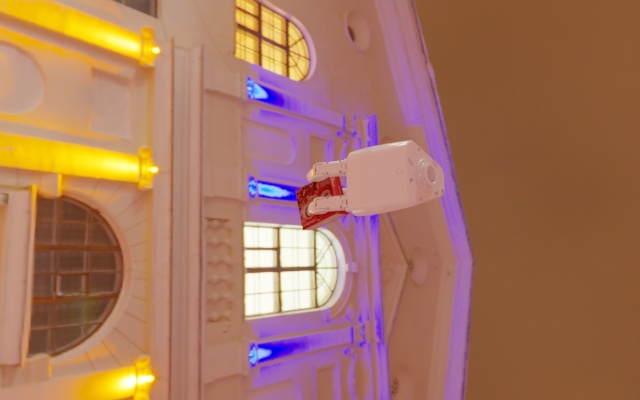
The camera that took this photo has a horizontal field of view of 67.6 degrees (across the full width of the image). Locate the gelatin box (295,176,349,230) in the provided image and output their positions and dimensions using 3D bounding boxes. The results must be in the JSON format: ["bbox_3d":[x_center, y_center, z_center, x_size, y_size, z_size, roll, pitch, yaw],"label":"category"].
[{"bbox_3d":[0.000,0.003,0.802,0.030,0.073,0.089,5,-24,-44],"label":"gelatin box"}]
